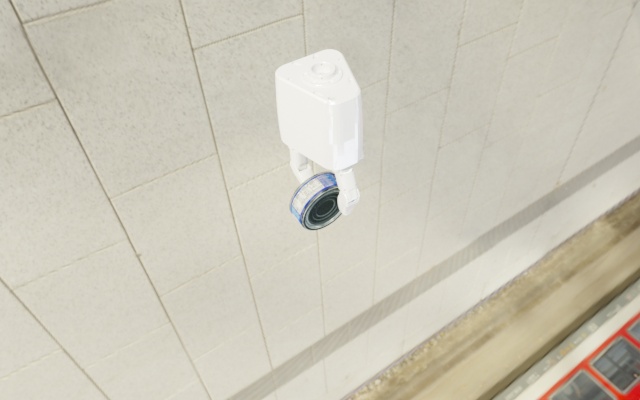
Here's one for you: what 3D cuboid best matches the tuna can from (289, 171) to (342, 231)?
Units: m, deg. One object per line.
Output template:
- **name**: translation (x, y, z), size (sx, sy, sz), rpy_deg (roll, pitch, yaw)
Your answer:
- **tuna can**: translation (0.000, 0.003, 0.684), size (0.086, 0.086, 0.033), rpy_deg (0, 40, -47)
